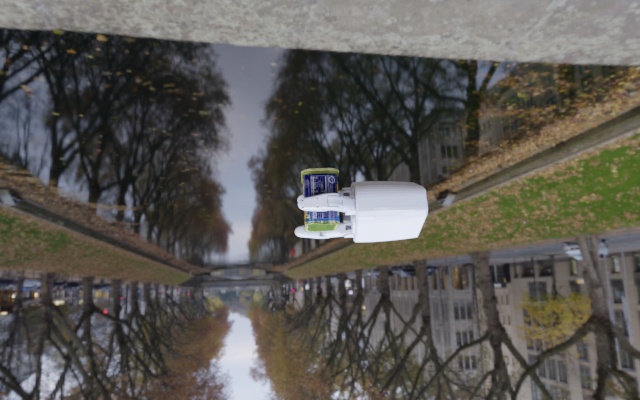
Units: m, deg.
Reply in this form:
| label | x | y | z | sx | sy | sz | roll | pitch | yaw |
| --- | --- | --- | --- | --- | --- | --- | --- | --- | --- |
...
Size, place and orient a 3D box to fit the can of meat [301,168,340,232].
| label | x | y | z | sx | sy | sz | roll | pitch | yaw |
| --- | --- | --- | --- | --- | --- | --- | --- | --- | --- |
| can of meat | 0.000 | 0.003 | 0.744 | 0.057 | 0.084 | 0.102 | -2 | -10 | -2 |
